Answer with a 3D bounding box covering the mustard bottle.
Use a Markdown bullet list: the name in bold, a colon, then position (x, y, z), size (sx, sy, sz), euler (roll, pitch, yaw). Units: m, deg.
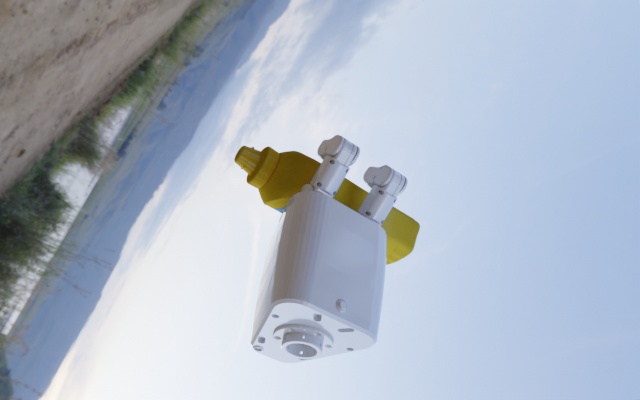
- **mustard bottle**: position (0.000, 0.001, 0.480), size (0.192, 0.058, 0.096), euler (30, -20, -22)
